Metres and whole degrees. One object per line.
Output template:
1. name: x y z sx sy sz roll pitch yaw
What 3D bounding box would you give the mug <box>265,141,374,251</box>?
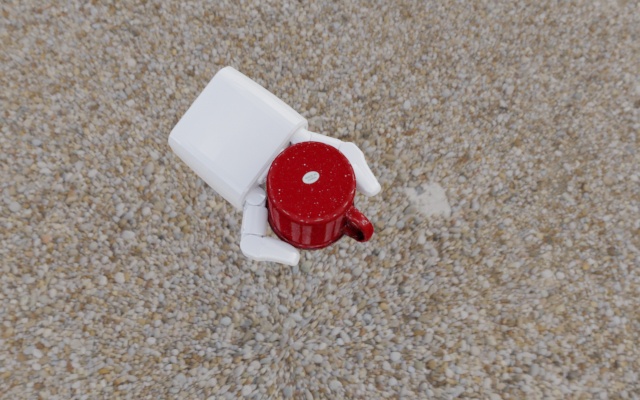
1. mug: 0.001 0.002 0.457 0.117 0.093 0.081 37 -15 9
